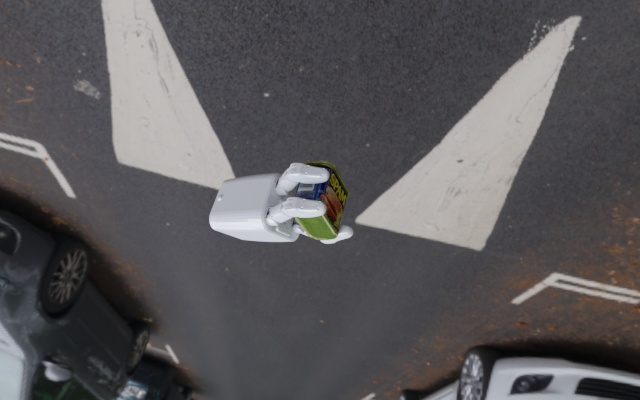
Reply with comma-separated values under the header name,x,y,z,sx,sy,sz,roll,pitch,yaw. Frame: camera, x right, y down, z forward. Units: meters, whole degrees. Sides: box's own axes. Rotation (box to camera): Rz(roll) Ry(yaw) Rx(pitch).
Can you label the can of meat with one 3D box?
name,x,y,z,sx,sy,sz,roll,pitch,yaw
can of meat,0.000,0.003,0.736,0.057,0.084,0.102,0,-33,24
